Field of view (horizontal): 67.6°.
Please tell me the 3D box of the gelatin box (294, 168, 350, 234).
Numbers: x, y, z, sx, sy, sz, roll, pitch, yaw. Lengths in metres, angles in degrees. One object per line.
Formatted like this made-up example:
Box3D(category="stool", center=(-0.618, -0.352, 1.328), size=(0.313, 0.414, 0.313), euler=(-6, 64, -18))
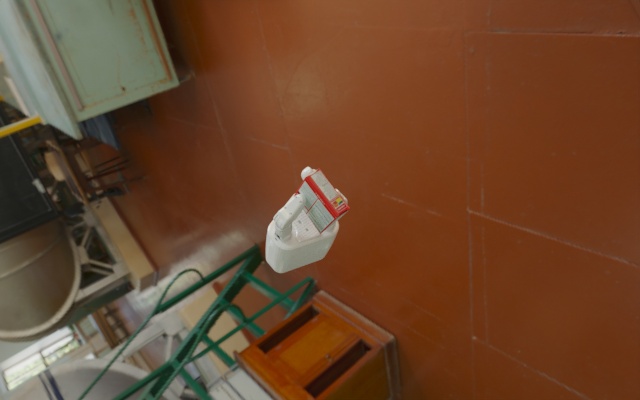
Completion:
Box3D(category="gelatin box", center=(0.000, 0.002, 0.702), size=(0.030, 0.073, 0.089), euler=(-34, -7, -22))
